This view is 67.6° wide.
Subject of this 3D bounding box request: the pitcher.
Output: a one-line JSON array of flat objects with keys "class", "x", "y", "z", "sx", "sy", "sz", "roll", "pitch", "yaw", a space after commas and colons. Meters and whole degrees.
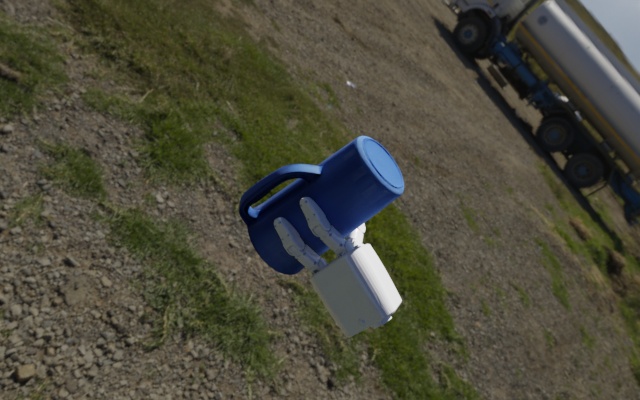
[{"class": "pitcher", "x": 0.000, "y": 0.003, "z": 0.752, "sx": 0.243, "sy": 0.145, "sz": 0.149, "roll": -37, "pitch": -10, "yaw": 28}]
